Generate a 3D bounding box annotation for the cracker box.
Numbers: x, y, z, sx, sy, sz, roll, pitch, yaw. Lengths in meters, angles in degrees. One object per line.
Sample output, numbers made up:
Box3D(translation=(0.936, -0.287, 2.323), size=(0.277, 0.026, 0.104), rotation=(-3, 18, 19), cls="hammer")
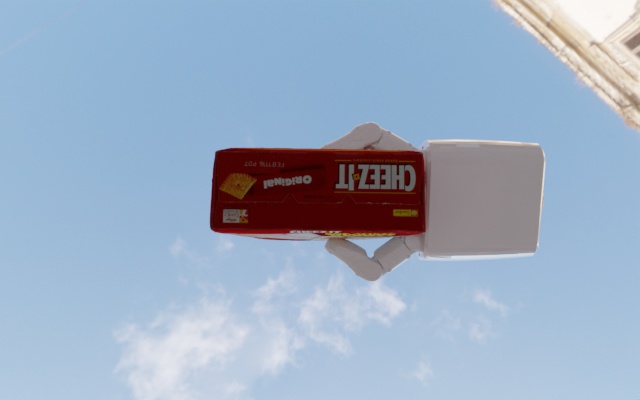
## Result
Box3D(translation=(0.000, 0.002, 0.463), size=(0.164, 0.072, 0.214), rotation=(0, -6, 1), cls="cracker box")
